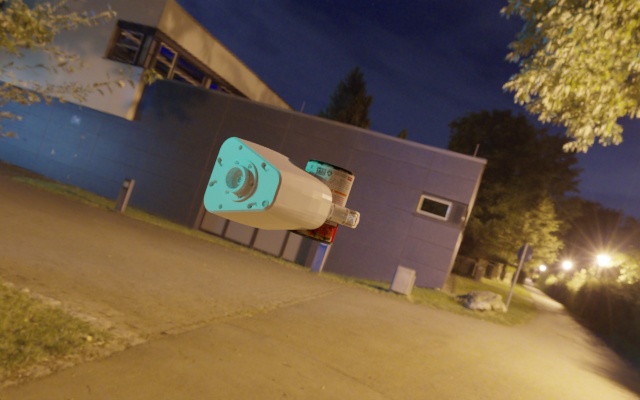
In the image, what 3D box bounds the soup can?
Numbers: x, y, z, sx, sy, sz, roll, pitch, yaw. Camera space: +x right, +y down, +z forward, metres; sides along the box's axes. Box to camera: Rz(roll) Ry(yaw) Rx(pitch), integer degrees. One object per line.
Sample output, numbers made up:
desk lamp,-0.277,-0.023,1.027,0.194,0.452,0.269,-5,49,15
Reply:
soup can,0.001,0.002,0.653,0.068,0.102,0.068,19,-1,1
